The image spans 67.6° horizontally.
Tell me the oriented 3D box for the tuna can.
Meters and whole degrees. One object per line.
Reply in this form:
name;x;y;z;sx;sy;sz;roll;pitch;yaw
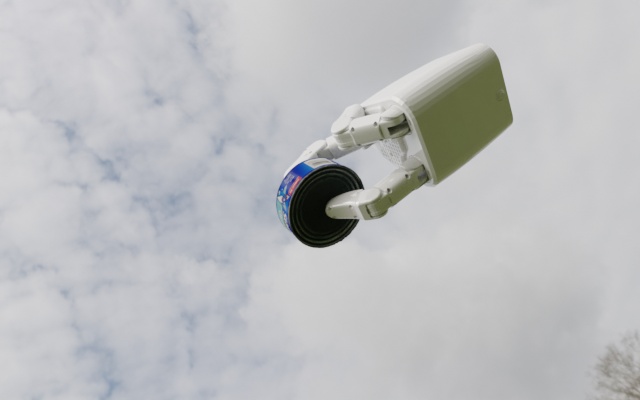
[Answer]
tuna can;0.000;0.001;0.473;0.086;0.086;0.033;0;19;-31
